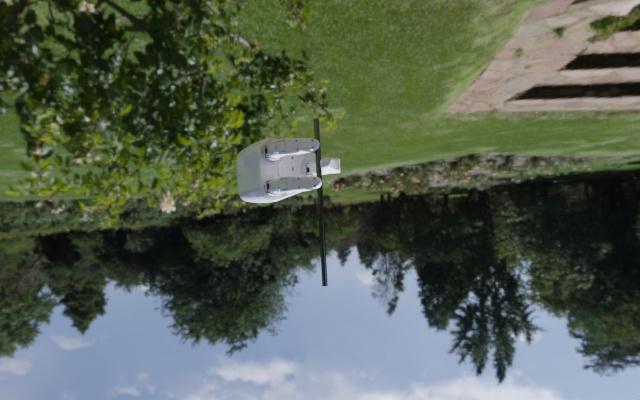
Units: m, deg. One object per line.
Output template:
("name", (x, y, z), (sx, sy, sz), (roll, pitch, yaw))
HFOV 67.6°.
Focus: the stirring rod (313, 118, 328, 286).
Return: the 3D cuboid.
("stirring rod", (0.000, 0.002, 0.686), (0.011, 0.239, 0.011), (-3, -1, 0))
